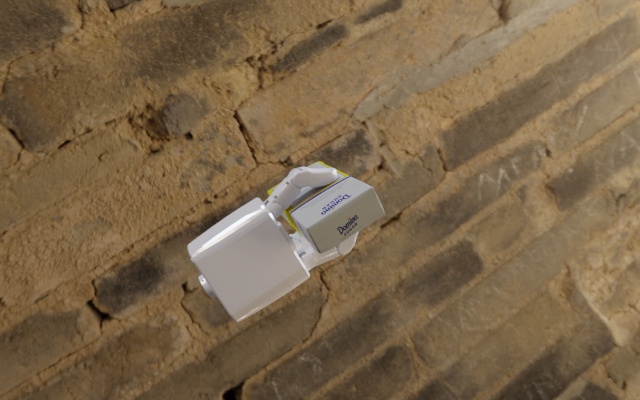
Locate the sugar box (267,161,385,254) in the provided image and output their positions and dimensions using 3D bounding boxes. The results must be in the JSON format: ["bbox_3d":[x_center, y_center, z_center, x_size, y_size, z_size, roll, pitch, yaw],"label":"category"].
[{"bbox_3d":[0.000,0.003,0.617,0.093,0.048,0.176,-32,26,-10],"label":"sugar box"}]
